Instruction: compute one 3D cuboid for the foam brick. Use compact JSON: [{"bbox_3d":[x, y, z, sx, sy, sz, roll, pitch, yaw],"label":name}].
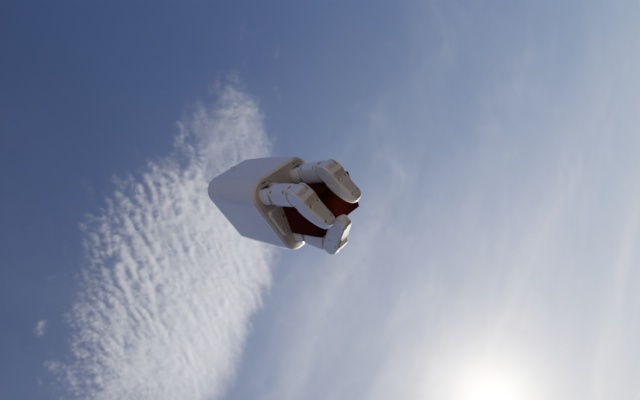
[{"bbox_3d":[0.000,0.002,0.591,0.051,0.053,0.078,6,32,43],"label":"foam brick"}]
